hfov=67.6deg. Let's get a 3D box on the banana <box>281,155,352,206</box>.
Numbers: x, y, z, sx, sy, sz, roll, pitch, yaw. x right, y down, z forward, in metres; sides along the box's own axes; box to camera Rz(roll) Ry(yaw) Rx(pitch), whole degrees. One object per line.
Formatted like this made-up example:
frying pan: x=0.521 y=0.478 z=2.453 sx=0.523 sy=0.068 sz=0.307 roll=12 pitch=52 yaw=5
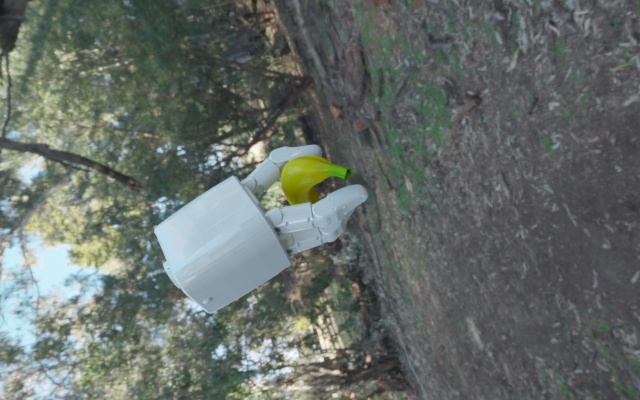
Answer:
banana: x=-0.014 y=-0.010 z=0.553 sx=0.069 sy=0.037 sz=0.198 roll=37 pitch=-15 yaw=5
